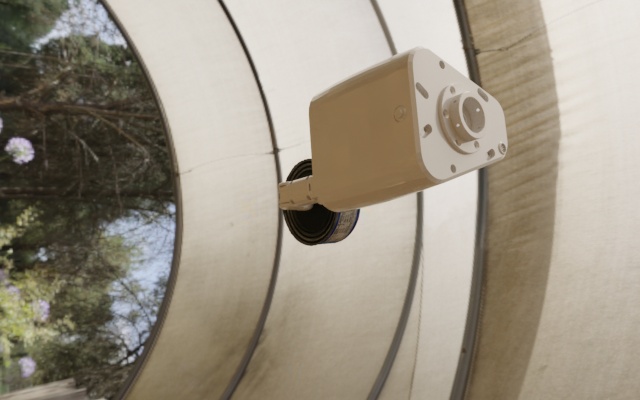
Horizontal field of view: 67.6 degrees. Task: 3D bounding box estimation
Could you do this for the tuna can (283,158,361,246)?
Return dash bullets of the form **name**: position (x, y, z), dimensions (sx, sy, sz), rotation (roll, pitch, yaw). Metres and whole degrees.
- **tuna can**: position (0.000, 0.002, 0.478), dimensions (0.034, 0.086, 0.086), rotation (-1, 1, -41)
